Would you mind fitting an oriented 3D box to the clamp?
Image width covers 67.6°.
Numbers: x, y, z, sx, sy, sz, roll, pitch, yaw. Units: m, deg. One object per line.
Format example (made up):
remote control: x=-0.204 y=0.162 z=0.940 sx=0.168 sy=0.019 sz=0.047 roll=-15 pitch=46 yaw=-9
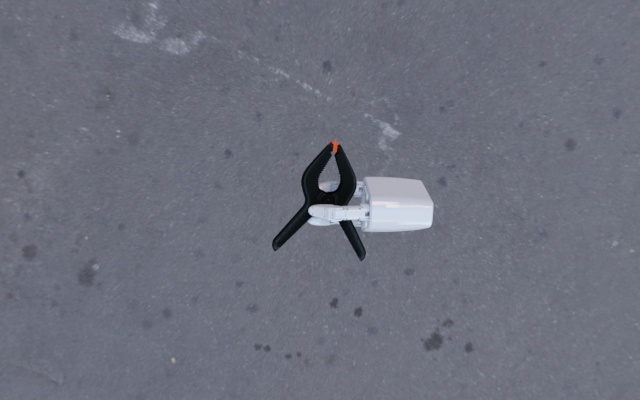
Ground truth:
clamp: x=0.000 y=0.002 z=0.817 sx=0.164 sy=0.210 sz=0.036 roll=0 pitch=10 yaw=-6
